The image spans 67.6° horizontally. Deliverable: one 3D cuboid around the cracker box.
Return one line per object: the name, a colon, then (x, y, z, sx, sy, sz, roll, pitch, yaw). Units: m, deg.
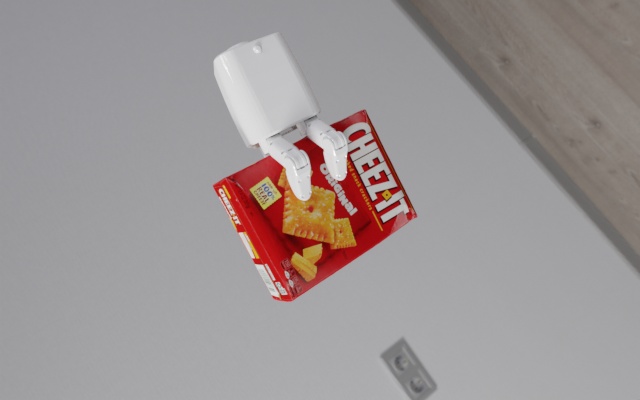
cracker box: (0.000, 0.002, 0.604, 0.213, 0.164, 0.072, -30, 7, -26)
